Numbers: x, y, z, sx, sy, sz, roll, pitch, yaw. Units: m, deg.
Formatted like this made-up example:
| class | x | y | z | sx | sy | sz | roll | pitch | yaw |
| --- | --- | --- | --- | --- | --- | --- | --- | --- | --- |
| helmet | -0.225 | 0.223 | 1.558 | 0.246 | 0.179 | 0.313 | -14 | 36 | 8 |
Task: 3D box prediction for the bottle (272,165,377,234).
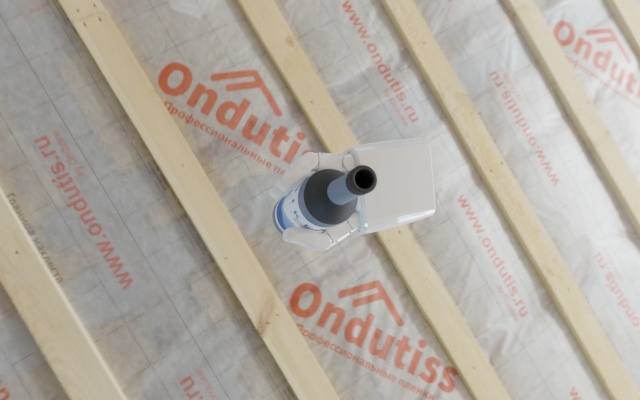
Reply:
| class | x | y | z | sx | sy | sz | roll | pitch | yaw |
| --- | --- | --- | --- | --- | --- | --- | --- | --- | --- |
| bottle | 0.000 | 0.002 | 0.586 | 0.069 | 0.069 | 0.296 | 0 | -9 | -16 |
